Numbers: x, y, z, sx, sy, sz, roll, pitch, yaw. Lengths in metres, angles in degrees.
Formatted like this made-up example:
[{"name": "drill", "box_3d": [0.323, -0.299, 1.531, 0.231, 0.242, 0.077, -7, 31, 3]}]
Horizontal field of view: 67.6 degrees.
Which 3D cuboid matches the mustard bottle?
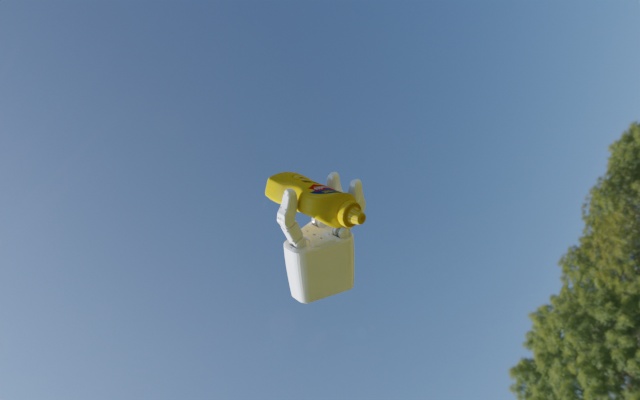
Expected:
[{"name": "mustard bottle", "box_3d": [0.000, 0.002, 0.777, 0.096, 0.058, 0.191, 5, 13, -43]}]
